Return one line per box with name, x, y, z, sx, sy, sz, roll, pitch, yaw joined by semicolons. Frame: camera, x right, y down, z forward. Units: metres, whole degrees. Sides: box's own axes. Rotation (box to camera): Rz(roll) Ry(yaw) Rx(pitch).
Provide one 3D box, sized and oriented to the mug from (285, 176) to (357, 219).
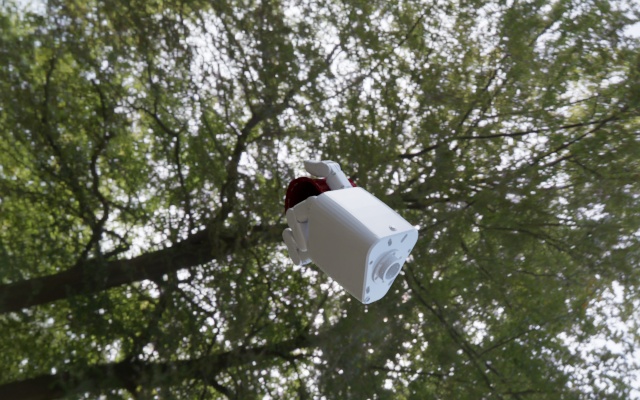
mug;-0.001;0.002;0.705;0.081;0.093;0.117;-8;36;-41
